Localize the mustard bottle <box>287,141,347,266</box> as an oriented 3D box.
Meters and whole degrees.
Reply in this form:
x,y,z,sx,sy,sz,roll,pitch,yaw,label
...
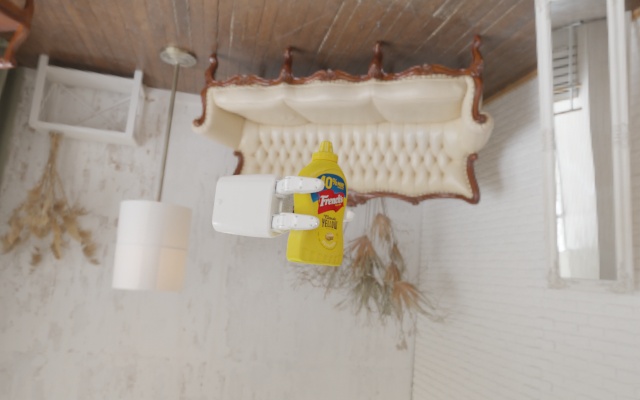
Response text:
x,y,z,sx,sy,sz,roll,pitch,yaw,label
0.000,0.003,0.738,0.096,0.191,0.058,13,-11,-43,mustard bottle
